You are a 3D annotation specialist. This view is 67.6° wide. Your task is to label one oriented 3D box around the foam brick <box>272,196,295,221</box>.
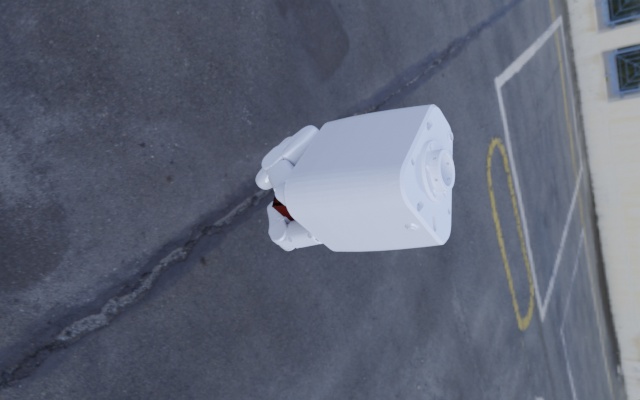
[{"bbox_3d":[0.000,0.002,0.471,0.051,0.053,0.078,-6,-34,36],"label":"foam brick"}]
